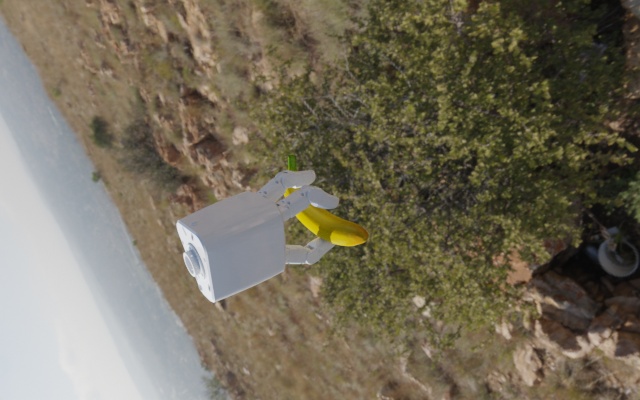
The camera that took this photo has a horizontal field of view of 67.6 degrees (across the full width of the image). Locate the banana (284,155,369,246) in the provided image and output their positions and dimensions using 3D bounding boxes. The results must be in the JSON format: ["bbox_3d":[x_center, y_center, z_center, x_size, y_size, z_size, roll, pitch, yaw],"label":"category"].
[{"bbox_3d":[-0.005,0.014,0.694,0.037,0.070,0.197,-19,48,-32],"label":"banana"}]
